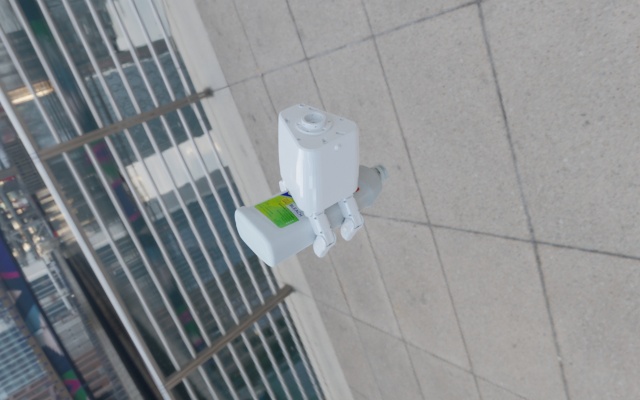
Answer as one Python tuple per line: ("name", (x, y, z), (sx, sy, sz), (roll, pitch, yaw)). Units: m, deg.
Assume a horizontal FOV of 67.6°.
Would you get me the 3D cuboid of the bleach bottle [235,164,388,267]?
("bleach bottle", (0.000, 0.003, 0.744), (0.250, 0.068, 0.102), (-29, 49, -27))
